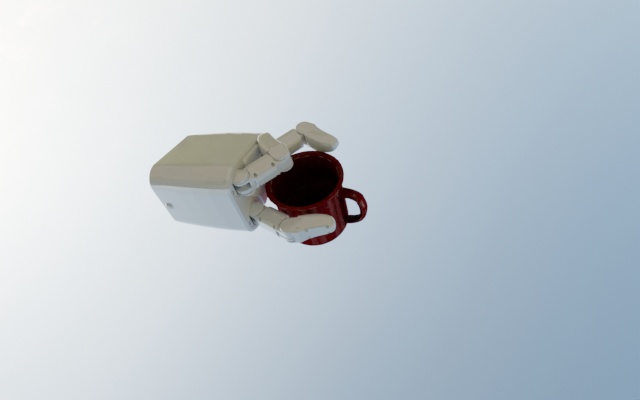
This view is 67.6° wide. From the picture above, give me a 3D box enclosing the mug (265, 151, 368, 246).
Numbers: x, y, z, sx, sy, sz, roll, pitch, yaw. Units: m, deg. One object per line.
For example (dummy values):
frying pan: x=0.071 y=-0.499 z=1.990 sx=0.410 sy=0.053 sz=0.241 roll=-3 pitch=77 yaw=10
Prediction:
mug: x=0.002 y=0.002 z=0.573 sx=0.117 sy=0.093 sz=0.082 roll=6 pitch=-38 yaw=20
